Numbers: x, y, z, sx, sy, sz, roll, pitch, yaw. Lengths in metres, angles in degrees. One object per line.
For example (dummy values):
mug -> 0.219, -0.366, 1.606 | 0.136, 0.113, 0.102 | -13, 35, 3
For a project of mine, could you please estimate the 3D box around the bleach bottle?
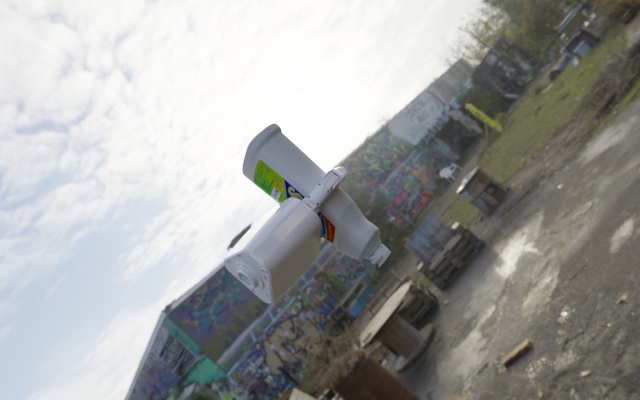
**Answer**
bleach bottle -> 0.000, 0.002, 0.698 | 0.068, 0.251, 0.103 | -46, -8, -32
